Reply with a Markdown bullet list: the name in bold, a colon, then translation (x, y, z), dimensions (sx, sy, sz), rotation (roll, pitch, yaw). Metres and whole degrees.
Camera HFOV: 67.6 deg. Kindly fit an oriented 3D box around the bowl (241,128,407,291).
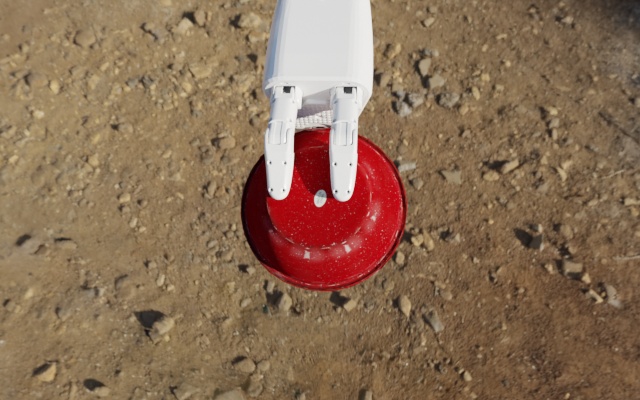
- **bowl**: translation (0.000, 0.003, 0.437), dimensions (0.162, 0.162, 0.055), rotation (0, -11, 5)
